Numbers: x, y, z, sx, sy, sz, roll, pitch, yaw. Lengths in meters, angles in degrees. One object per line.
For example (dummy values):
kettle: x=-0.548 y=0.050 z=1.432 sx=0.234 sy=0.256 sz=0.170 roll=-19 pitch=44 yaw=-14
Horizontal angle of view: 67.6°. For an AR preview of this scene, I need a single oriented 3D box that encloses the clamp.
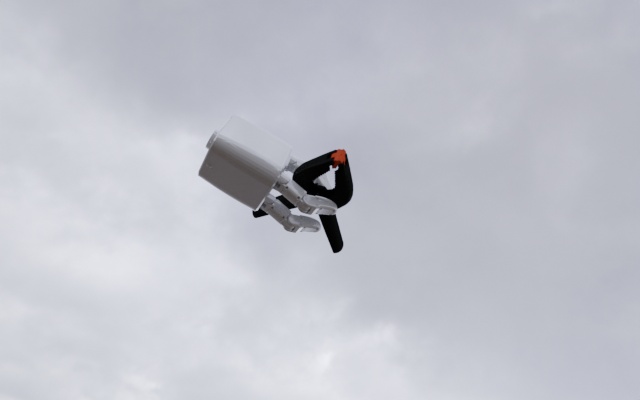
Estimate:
clamp: x=0.000 y=0.001 z=0.744 sx=0.164 sy=0.036 sz=0.210 roll=28 pitch=-43 yaw=-11
